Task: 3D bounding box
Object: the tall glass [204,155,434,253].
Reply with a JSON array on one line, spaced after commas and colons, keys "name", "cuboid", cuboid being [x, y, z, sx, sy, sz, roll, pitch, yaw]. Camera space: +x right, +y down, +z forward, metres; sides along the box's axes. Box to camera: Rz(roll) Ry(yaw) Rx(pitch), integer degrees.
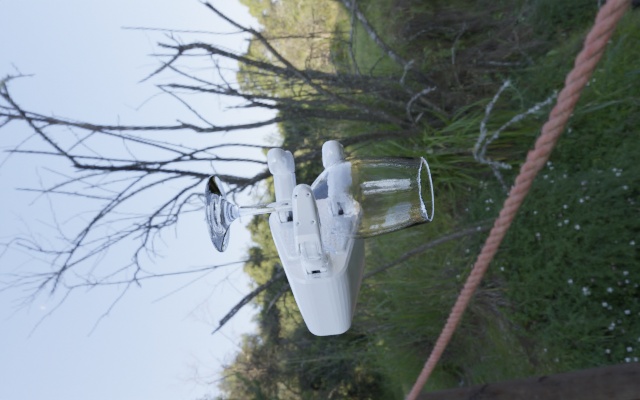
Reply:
[{"name": "tall glass", "cuboid": [-0.001, 0.001, 0.450, 0.201, 0.079, 0.079, -7, -1, 4]}]
